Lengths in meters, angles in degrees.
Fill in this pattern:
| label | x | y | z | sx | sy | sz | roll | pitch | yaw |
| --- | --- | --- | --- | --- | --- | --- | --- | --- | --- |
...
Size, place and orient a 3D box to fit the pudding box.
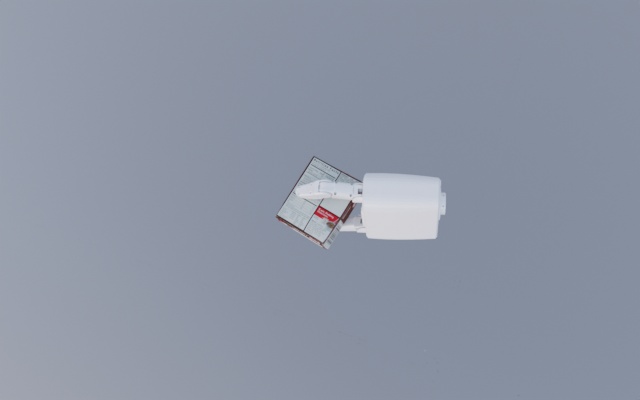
| label | x | y | z | sx | sy | sz | roll | pitch | yaw |
| --- | --- | --- | --- | --- | --- | --- | --- | --- | --- |
| pudding box | 0.000 | 0.002 | 0.717 | 0.090 | 0.113 | 0.039 | 30 | -9 | 17 |
